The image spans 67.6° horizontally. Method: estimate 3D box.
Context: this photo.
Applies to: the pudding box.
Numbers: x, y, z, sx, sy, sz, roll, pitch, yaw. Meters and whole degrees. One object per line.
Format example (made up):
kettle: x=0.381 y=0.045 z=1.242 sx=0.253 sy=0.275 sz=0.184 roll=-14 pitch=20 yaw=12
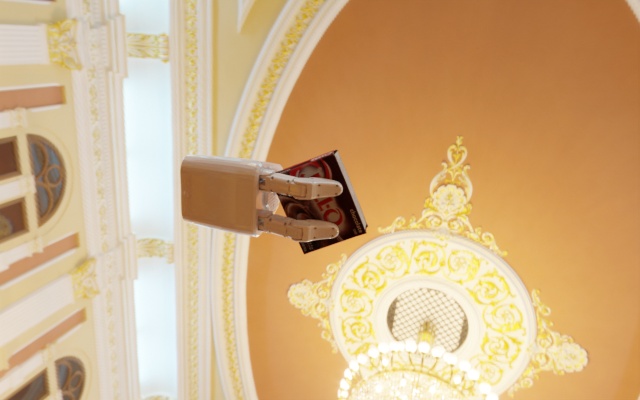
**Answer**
pudding box: x=0.000 y=0.002 z=0.616 sx=0.090 sy=0.113 sz=0.039 roll=-20 pitch=13 yaw=17
